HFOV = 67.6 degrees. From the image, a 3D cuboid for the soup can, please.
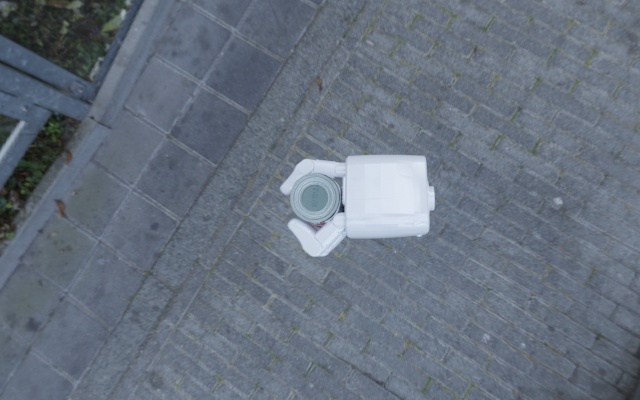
[{"bbox_3d":[0.000,0.002,0.660,0.068,0.068,0.102,0,-6,9],"label":"soup can"}]
